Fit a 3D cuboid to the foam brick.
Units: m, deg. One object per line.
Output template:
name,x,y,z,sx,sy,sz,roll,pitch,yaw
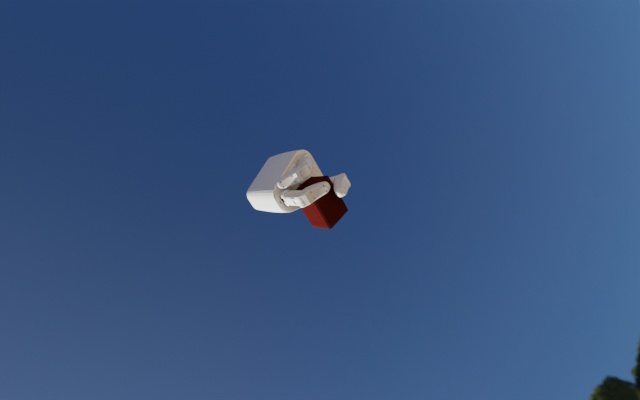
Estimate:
foam brick,0.000,0.003,0.828,0.053,0.078,0.051,-43,24,-30
